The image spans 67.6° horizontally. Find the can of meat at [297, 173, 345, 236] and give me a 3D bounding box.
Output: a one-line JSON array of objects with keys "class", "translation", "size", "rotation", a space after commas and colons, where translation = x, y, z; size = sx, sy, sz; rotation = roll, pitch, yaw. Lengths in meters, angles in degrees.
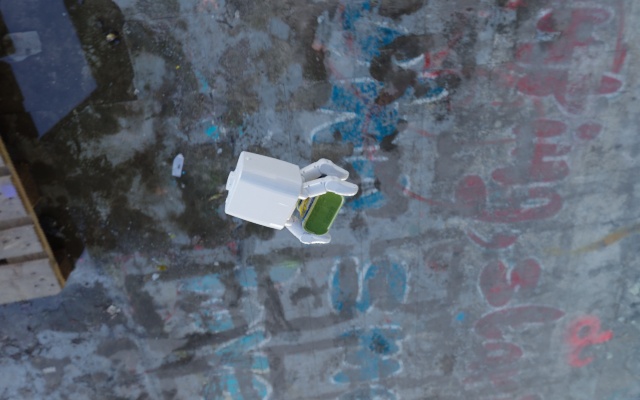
[{"class": "can of meat", "translation": [0.000, 0.003, 0.877], "size": [0.057, 0.102, 0.084], "rotation": [20, 22, -17]}]
